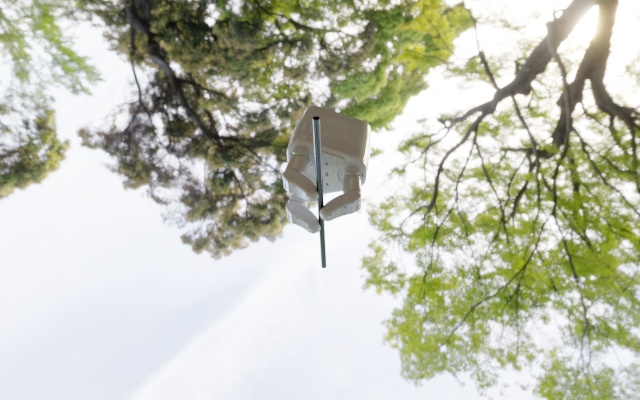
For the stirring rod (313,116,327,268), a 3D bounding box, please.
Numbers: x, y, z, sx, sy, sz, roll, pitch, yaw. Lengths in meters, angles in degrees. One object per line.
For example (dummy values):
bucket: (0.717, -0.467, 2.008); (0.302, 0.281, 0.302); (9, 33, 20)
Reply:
stirring rod: (0.000, 0.002, 0.595); (0.011, 0.240, 0.011); (-2, 41, 1)
